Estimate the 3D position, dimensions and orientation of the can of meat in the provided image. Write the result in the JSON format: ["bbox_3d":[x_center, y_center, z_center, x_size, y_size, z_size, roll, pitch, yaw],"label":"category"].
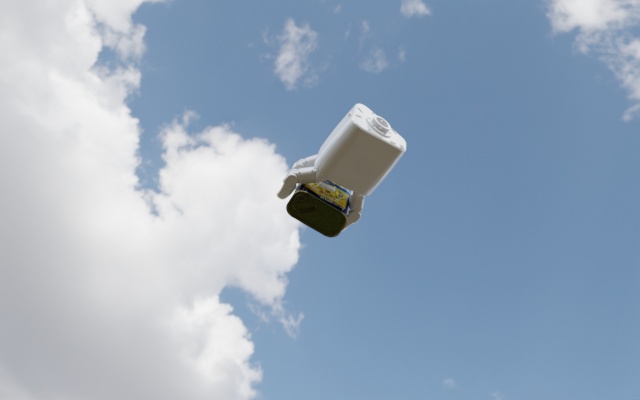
[{"bbox_3d":[0.000,0.003,0.822,0.102,0.057,0.084,30,32,-7],"label":"can of meat"}]
